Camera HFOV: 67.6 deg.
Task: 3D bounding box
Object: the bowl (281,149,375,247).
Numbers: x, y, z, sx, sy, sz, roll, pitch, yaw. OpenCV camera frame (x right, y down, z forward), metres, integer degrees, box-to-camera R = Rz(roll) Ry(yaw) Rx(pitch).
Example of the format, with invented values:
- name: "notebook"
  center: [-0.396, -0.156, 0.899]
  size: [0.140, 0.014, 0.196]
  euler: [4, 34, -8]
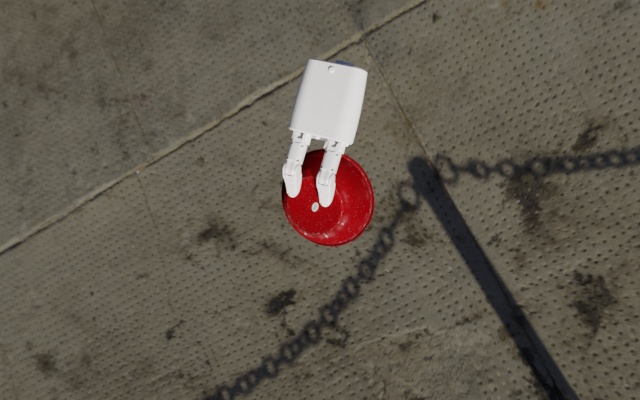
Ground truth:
- name: "bowl"
  center: [0.000, 0.004, 0.750]
  size: [0.162, 0.162, 0.055]
  euler: [0, 12, 22]
